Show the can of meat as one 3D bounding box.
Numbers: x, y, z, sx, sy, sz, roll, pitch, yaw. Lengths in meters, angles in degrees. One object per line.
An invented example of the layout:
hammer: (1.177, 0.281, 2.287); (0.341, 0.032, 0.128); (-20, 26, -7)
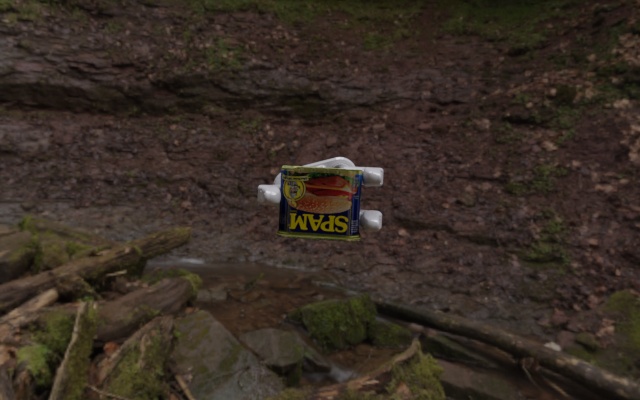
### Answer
can of meat: (0.000, 0.002, 0.575); (0.102, 0.084, 0.057); (3, 5, 5)
